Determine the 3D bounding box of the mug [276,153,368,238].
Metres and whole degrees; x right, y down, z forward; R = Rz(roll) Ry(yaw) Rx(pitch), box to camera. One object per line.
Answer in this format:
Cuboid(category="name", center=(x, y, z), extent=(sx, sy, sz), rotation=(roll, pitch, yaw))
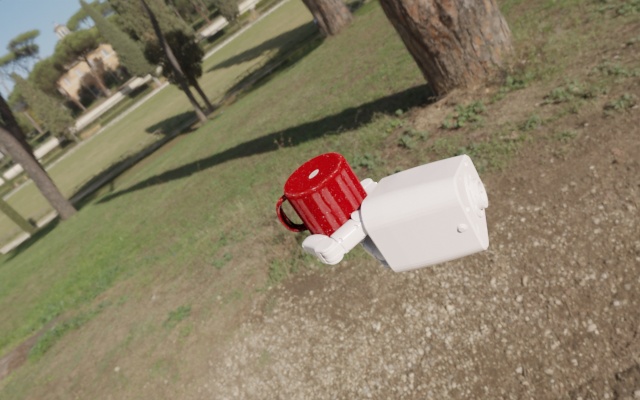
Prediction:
Cuboid(category="mug", center=(-0.001, 0.002, 0.566), extent=(0.117, 0.081, 0.093), rotation=(-20, 30, 26))
